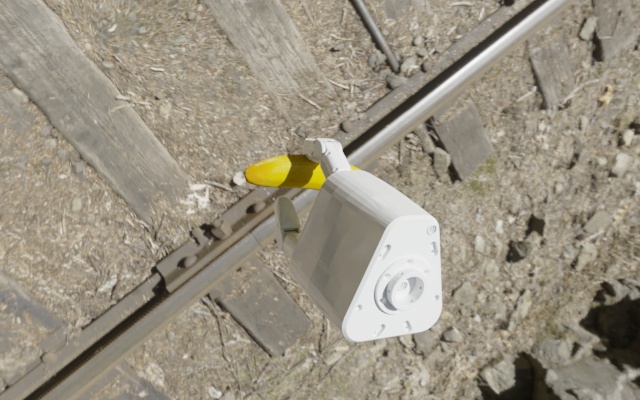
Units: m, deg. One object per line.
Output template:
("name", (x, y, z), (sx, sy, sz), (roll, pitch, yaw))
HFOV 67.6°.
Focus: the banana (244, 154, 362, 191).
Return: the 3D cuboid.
("banana", (0.012, -0.013, 0.532), (0.198, 0.069, 0.037), (26, 11, -33))
